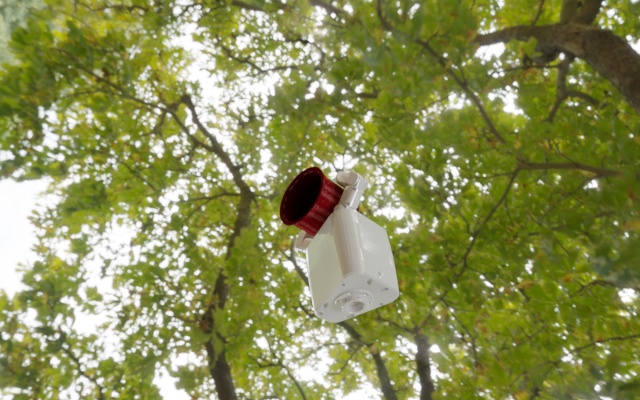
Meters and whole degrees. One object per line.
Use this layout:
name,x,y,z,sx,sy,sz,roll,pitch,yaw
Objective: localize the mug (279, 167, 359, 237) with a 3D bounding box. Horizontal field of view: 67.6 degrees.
mug,0.000,0.001,0.701,0.081,0.117,0.093,32,-56,-32
